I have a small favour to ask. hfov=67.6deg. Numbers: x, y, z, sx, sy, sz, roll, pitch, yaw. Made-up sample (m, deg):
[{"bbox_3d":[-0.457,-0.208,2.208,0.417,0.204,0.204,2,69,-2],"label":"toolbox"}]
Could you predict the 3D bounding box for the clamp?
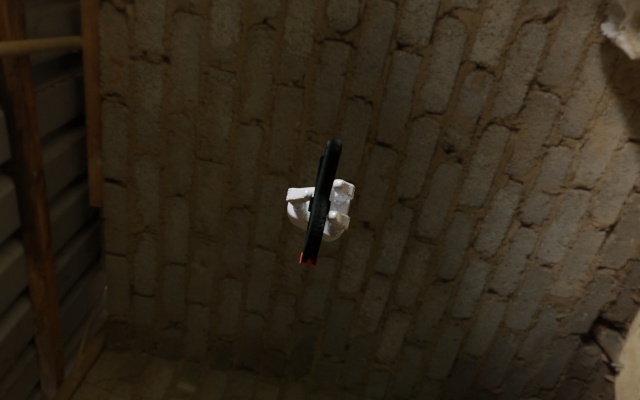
[{"bbox_3d":[-0.001,0.003,0.796,0.036,0.210,0.164,11,-12,-3],"label":"clamp"}]
